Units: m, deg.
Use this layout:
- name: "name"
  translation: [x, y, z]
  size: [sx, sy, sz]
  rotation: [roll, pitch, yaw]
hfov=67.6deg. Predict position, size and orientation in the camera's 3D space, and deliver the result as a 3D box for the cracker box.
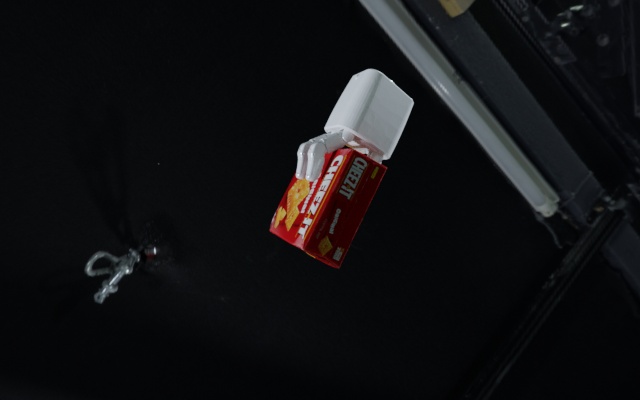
- name: "cracker box"
  translation: [0.000, 0.003, 0.771]
  size: [0.072, 0.164, 0.213]
  rotation: [27, -5, -19]
